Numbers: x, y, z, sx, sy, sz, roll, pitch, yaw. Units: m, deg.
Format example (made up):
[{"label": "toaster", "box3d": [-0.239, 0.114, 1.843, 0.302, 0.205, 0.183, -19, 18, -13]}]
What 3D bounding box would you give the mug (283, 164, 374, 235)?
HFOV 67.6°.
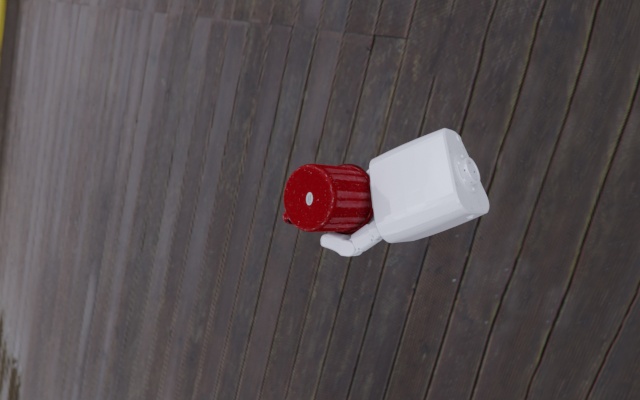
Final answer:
[{"label": "mug", "box3d": [-0.001, 0.002, 0.599, 0.117, 0.093, 0.081, -27, -17, 35]}]
